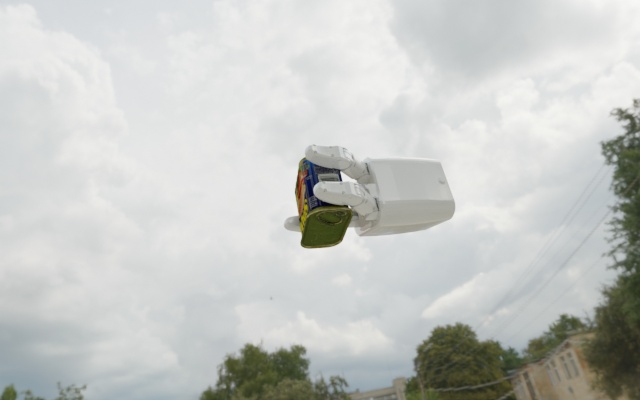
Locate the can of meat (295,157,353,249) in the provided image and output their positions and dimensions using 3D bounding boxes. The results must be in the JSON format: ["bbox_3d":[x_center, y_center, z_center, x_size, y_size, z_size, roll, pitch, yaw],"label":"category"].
[{"bbox_3d":[0.000,0.002,0.613,0.057,0.084,0.102,-4,-31,-12],"label":"can of meat"}]
